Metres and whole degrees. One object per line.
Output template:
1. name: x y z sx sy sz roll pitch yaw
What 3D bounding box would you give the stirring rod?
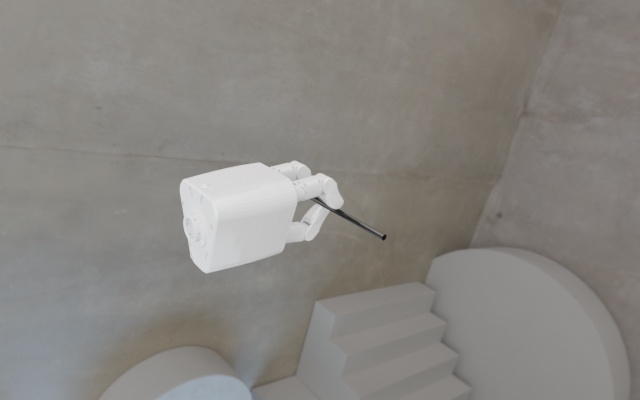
1. stirring rod: 0.000 0.002 0.653 0.011 0.011 0.239 0 20 -43
